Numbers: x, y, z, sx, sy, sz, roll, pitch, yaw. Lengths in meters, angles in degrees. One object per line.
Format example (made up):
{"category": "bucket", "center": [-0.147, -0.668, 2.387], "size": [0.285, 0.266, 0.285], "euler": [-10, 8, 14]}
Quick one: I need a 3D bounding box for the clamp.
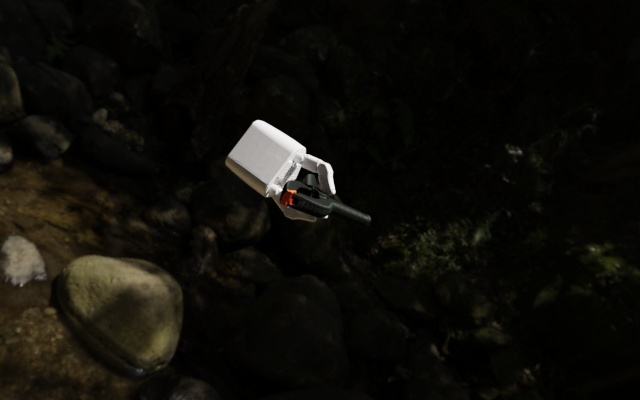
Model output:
{"category": "clamp", "center": [0.000, 0.002, 0.855], "size": [0.164, 0.036, 0.210], "euler": [34, 14, 17]}
